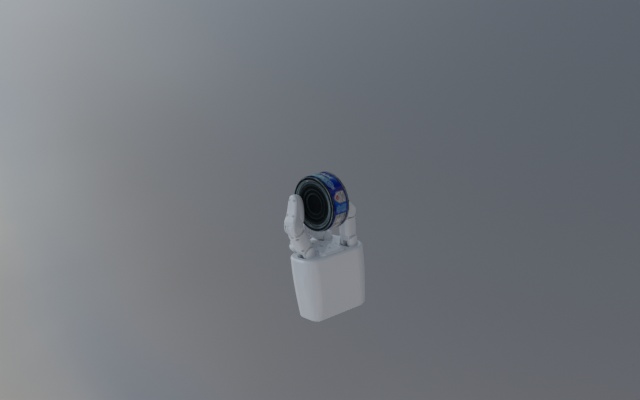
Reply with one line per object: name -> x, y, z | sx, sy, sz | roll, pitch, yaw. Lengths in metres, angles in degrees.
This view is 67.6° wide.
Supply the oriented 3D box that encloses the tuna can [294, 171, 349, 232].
tuna can -> 0.000, 0.002, 0.705 | 0.033, 0.086, 0.086 | -17, 12, -42
